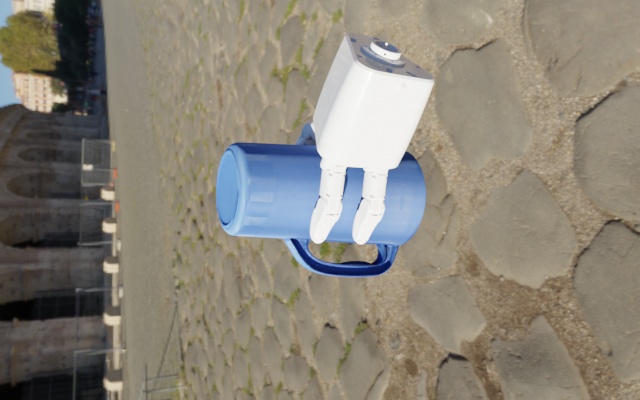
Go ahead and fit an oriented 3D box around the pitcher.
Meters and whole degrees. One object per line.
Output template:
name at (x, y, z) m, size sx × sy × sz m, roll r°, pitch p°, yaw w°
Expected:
pitcher at (0.000, 0.002, 0.599) m, size 0.243 × 0.145 × 0.149 m, roll 2°, pitch 40°, yaw -27°
